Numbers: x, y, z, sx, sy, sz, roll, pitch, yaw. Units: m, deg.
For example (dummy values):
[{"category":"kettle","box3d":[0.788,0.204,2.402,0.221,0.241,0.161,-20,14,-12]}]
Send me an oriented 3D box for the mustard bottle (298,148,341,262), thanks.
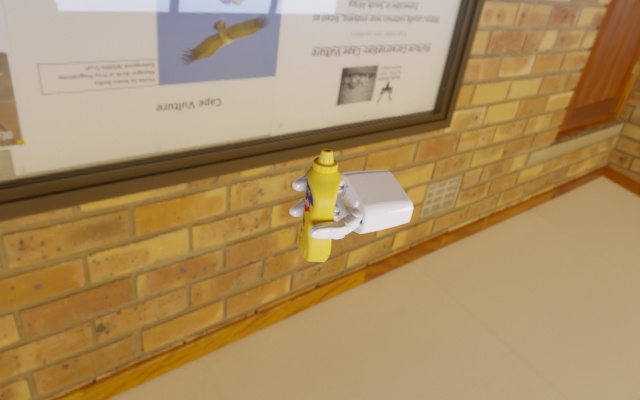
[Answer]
[{"category":"mustard bottle","box3d":[0.000,0.003,0.808,0.058,0.192,0.096,4,29,-7]}]
